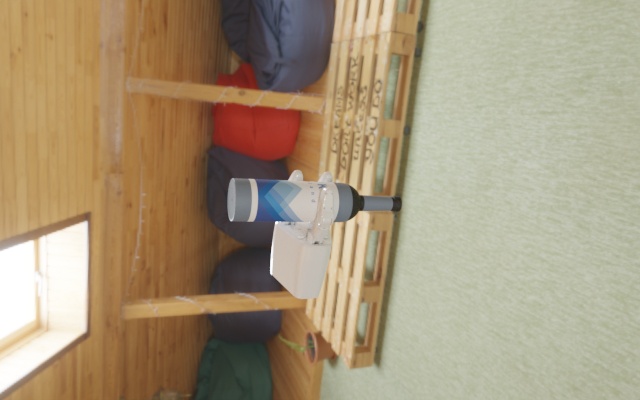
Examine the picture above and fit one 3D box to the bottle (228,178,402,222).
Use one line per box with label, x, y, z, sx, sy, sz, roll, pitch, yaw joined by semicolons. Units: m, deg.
bottle;0.000;0.002;0.788;0.296;0.069;0.069;2;-1;-21
